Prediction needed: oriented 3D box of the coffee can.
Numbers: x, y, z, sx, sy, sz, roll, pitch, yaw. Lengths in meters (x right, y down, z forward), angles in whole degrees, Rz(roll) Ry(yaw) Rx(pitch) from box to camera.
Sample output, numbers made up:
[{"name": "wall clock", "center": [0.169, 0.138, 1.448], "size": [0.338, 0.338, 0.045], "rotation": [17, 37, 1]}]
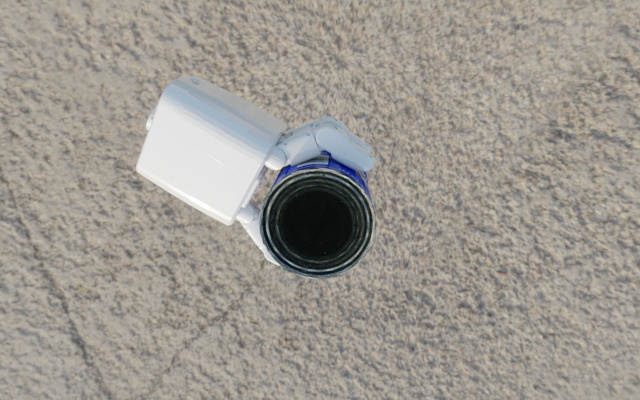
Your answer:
[{"name": "coffee can", "center": [0.000, 0.002, 0.479], "size": [0.103, 0.103, 0.140], "rotation": [0, 17, 2]}]
